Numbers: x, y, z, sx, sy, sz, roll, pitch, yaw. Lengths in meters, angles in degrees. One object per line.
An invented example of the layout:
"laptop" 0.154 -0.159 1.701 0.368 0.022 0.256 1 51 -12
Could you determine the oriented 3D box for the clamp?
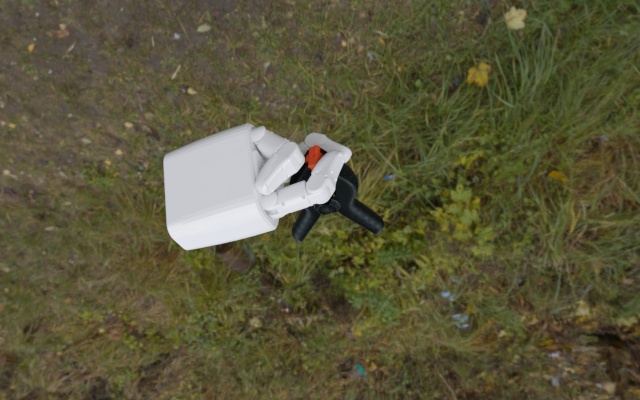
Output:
"clamp" 0.000 0.002 0.573 0.120 0.039 0.172 -17 -40 13
